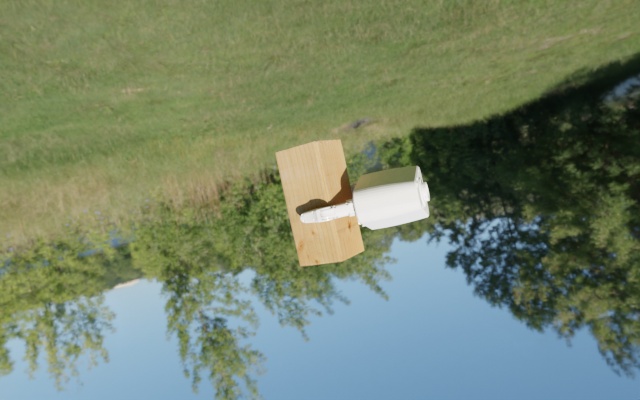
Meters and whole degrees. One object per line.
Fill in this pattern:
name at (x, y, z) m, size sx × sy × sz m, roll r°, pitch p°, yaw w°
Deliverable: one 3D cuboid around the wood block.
wood block at (0.000, 0.003, 0.849) m, size 0.090 × 0.206 × 0.091 m, roll -11°, pitch 2°, yaw 33°
